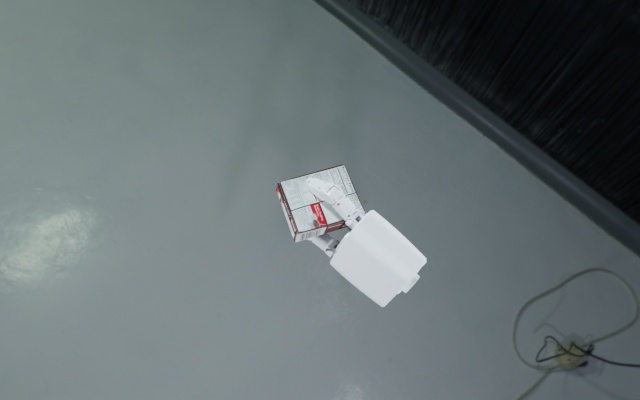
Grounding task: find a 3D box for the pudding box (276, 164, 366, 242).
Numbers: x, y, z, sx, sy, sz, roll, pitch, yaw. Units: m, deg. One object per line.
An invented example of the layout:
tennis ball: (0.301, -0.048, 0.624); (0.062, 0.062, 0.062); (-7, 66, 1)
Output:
pudding box: (0.000, 0.002, 0.720); (0.113, 0.090, 0.039); (-15, -21, -17)
